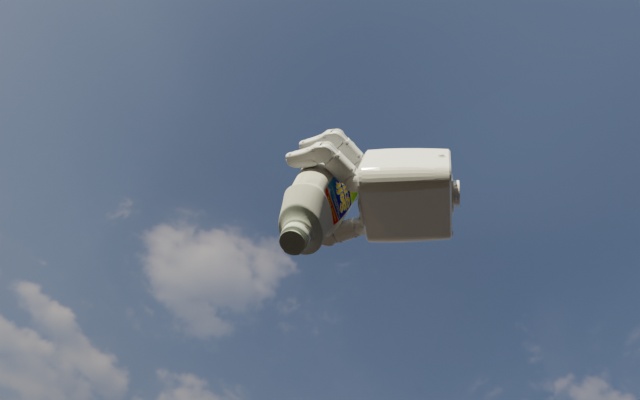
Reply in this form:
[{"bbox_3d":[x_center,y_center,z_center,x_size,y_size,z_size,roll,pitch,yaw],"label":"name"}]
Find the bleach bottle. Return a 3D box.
[{"bbox_3d":[0.000,0.002,0.599,0.068,0.103,0.250,-1,23,14],"label":"bleach bottle"}]
